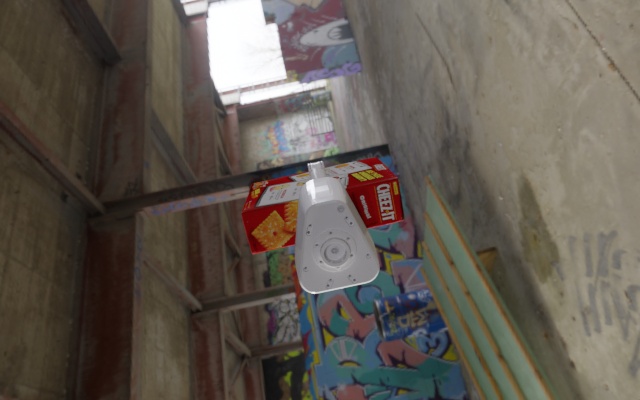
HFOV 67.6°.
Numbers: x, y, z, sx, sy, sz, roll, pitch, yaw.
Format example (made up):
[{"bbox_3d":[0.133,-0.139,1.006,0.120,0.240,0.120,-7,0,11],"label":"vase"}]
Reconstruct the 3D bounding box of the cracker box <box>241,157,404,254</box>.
[{"bbox_3d":[0.000,0.002,0.711,0.214,0.072,0.164,-12,16,0],"label":"cracker box"}]
